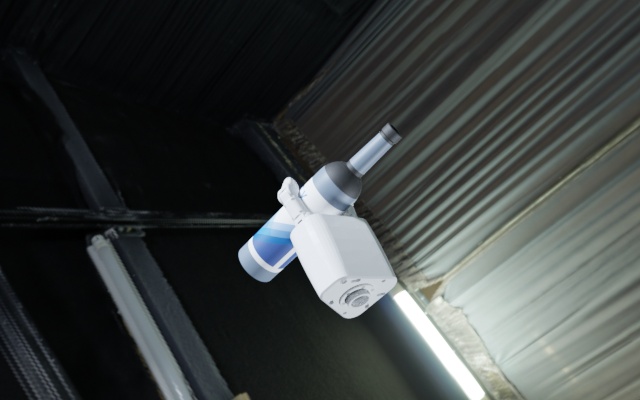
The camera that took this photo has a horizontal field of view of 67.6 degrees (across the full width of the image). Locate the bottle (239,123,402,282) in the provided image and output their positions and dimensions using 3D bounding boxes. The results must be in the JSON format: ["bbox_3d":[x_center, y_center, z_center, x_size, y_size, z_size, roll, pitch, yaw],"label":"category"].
[{"bbox_3d":[0.000,0.002,0.685,0.296,0.069,0.069,-44,-18,19],"label":"bottle"}]
